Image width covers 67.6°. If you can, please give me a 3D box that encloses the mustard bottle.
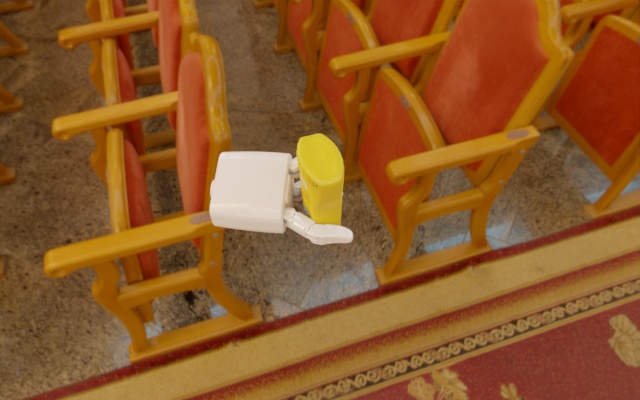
[{"bbox_3d":[0.000,0.002,0.698,0.058,0.096,0.192,-15,-38,-12],"label":"mustard bottle"}]
